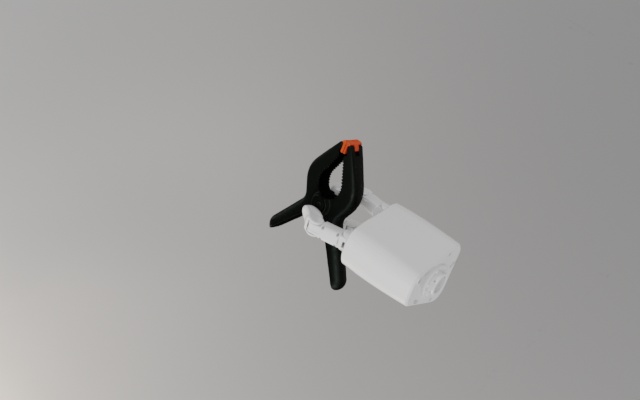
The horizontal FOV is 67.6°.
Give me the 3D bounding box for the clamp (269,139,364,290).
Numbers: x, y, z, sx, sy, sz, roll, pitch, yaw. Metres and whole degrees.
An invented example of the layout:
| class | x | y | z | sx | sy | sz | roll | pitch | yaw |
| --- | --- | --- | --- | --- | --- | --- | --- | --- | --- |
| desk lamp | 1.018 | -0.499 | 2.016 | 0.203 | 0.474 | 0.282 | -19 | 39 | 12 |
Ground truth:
| class | x | y | z | sx | sy | sz | roll | pitch | yaw |
| --- | --- | --- | --- | --- | --- | --- | --- | --- | --- |
| clamp | 0.000 | 0.002 | 0.685 | 0.164 | 0.210 | 0.036 | 33 | 29 | 33 |
